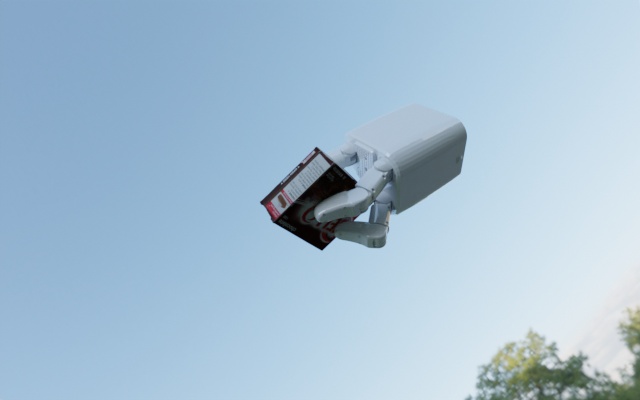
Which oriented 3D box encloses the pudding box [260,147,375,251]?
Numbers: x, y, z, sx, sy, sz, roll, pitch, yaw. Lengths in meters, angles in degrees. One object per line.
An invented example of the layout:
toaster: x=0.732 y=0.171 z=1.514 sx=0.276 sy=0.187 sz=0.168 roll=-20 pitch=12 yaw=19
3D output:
pudding box: x=0.000 y=0.002 z=0.535 sx=0.039 sy=0.090 sz=0.113 roll=50 pitch=8 yaw=37
